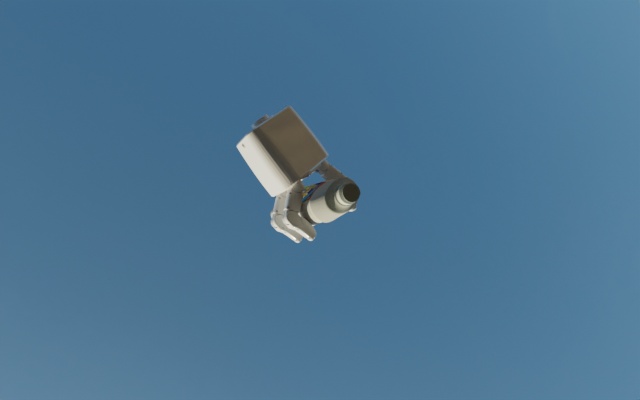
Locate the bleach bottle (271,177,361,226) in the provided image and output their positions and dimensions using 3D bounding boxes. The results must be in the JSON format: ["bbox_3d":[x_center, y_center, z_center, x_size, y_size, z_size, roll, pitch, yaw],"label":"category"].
[{"bbox_3d":[0.000,0.003,0.791,0.102,0.068,0.251,-39,8,-24],"label":"bleach bottle"}]
